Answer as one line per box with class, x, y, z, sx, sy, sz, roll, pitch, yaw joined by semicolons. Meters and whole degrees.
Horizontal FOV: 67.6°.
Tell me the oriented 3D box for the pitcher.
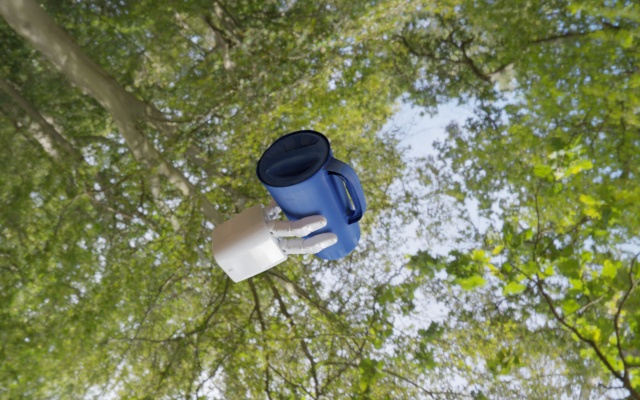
pitcher;0.000;0.003;0.862;0.145;0.243;0.149;-28;44;0
